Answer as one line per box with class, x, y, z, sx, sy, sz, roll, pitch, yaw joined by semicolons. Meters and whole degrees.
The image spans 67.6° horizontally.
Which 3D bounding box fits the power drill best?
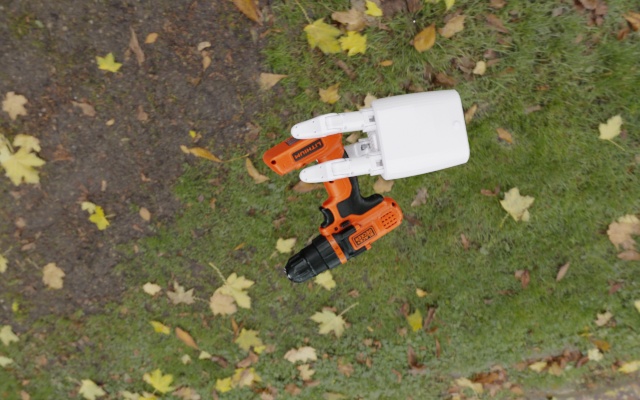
power drill;0.000;0.002;0.644;0.184;0.188;0.057;-32;22;-7
